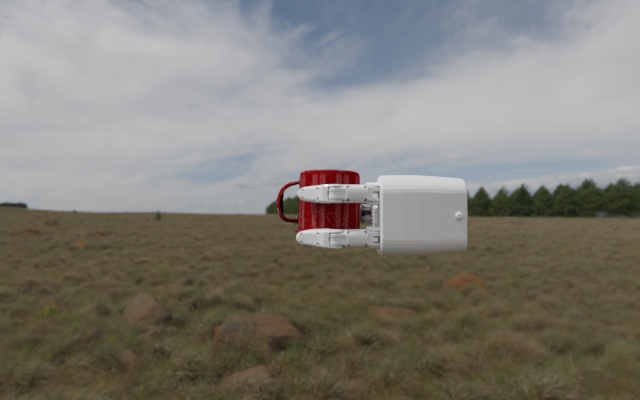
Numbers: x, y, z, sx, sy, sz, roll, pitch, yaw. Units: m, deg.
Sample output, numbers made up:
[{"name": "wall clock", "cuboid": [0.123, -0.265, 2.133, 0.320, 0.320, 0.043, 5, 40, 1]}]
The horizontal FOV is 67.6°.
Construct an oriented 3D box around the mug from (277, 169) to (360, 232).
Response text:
[{"name": "mug", "cuboid": [-0.001, 0.002, 0.639, 0.117, 0.081, 0.093, 1, -2, -2]}]
